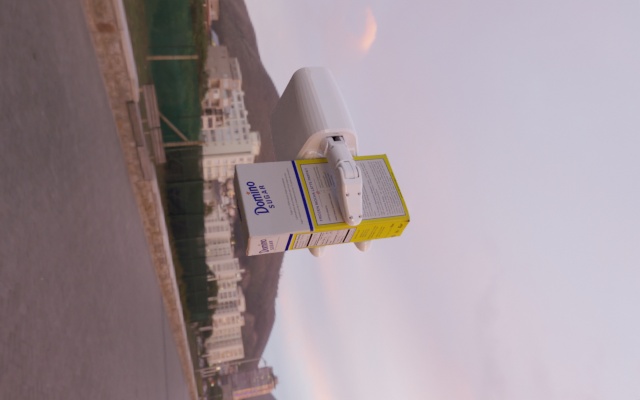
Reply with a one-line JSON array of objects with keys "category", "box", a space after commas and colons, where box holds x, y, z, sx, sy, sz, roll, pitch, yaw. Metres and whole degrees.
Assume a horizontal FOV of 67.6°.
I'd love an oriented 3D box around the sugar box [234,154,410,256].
[{"category": "sugar box", "box": [0.000, 0.002, 0.518, 0.176, 0.093, 0.048, -6, -33, -16]}]
